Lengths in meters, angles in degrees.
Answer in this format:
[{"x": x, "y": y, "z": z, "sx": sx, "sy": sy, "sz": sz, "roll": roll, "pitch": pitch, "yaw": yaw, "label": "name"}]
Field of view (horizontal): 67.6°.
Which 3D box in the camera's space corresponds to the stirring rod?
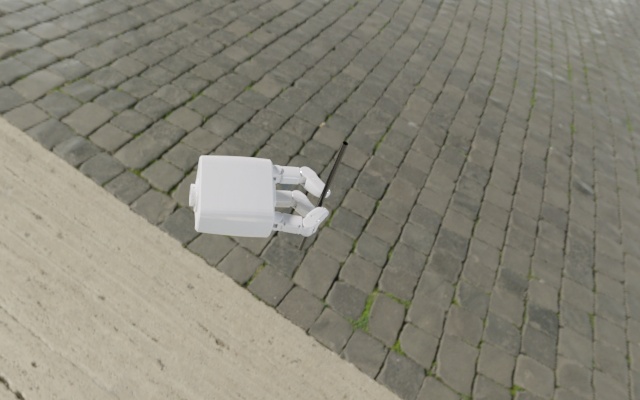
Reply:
[{"x": 0.000, "y": 0.003, "z": 0.730, "sx": 0.011, "sy": 0.011, "sz": 0.240, "roll": 0, "pitch": -42, "yaw": -22, "label": "stirring rod"}]
